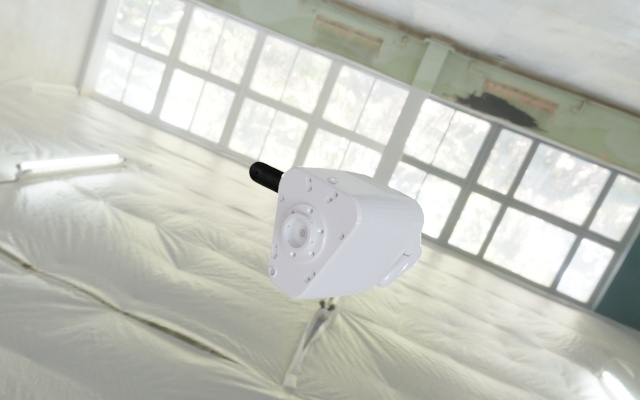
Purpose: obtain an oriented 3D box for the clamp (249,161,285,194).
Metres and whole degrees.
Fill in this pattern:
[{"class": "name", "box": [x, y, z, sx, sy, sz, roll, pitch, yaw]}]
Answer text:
[{"class": "clamp", "box": [0.000, 0.002, 0.541, 0.171, 0.039, 0.120, 31, 16, 36]}]
